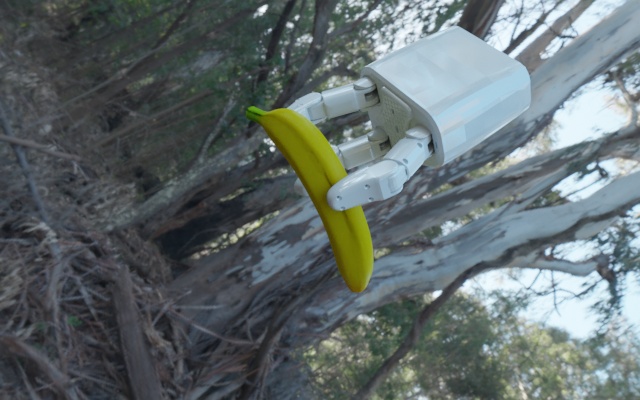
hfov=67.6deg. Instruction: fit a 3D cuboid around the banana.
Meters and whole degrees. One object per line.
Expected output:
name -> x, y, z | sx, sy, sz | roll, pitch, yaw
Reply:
banana -> 0.005, -0.001, 0.410 | 0.037, 0.198, 0.069 | -32, 12, -19
